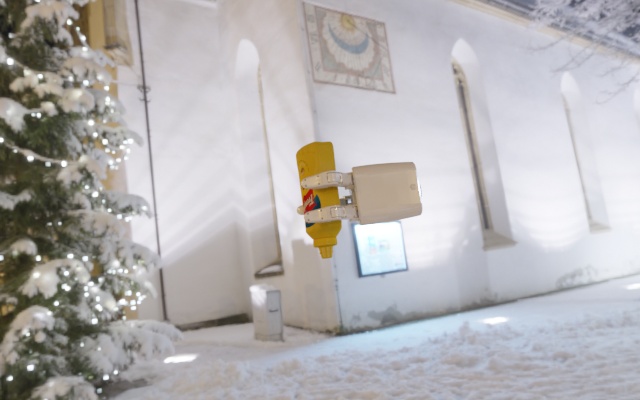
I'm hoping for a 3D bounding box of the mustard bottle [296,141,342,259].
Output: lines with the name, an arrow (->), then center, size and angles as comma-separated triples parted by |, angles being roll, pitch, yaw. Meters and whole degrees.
mustard bottle -> 0.000, 0.002, 0.812 | 0.058, 0.191, 0.096 | -3, -9, -25
